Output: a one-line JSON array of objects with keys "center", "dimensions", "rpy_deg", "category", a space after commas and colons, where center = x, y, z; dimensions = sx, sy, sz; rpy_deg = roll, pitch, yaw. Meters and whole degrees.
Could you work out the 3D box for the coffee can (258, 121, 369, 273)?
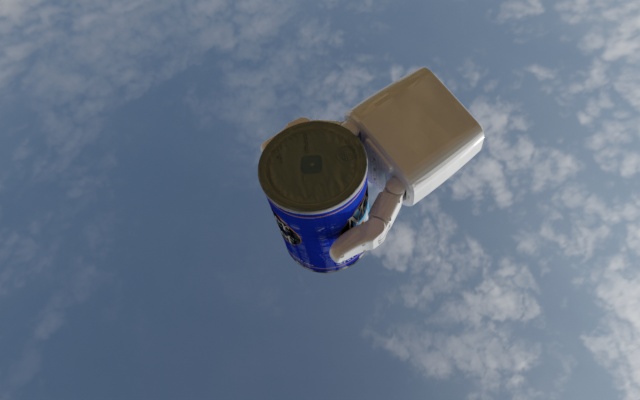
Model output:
[{"center": [0.000, 0.002, 0.499], "dimensions": [0.103, 0.102, 0.140], "rpy_deg": [0, -31, 8], "category": "coffee can"}]
